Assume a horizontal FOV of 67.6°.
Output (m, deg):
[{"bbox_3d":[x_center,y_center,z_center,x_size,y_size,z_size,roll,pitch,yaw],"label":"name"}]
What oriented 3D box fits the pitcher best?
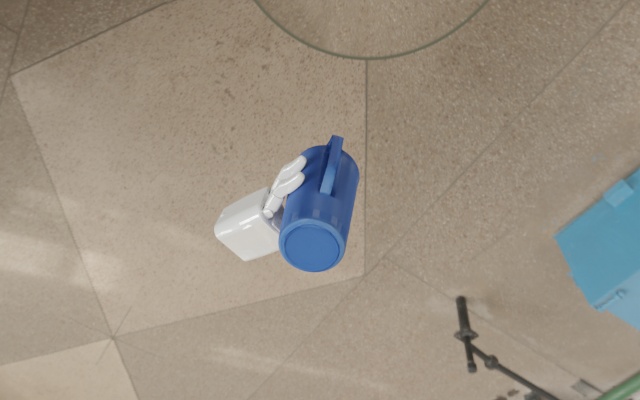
[{"bbox_3d":[0.000,0.003,0.841,0.145,0.149,0.242,-23,27,20],"label":"pitcher"}]
